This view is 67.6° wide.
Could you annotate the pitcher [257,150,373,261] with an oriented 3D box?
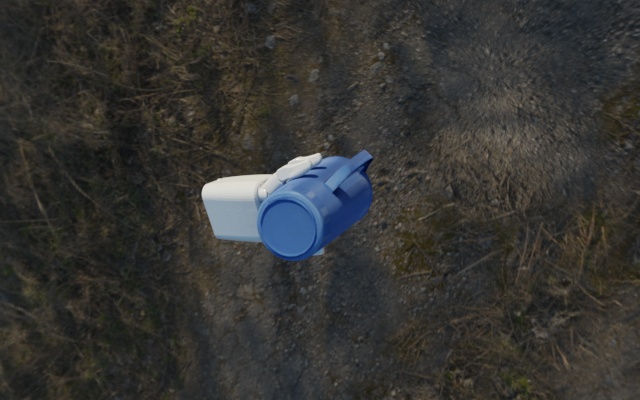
[{"bbox_3d":[0.000,0.003,0.789,0.145,0.149,0.242,1,14,20],"label":"pitcher"}]
